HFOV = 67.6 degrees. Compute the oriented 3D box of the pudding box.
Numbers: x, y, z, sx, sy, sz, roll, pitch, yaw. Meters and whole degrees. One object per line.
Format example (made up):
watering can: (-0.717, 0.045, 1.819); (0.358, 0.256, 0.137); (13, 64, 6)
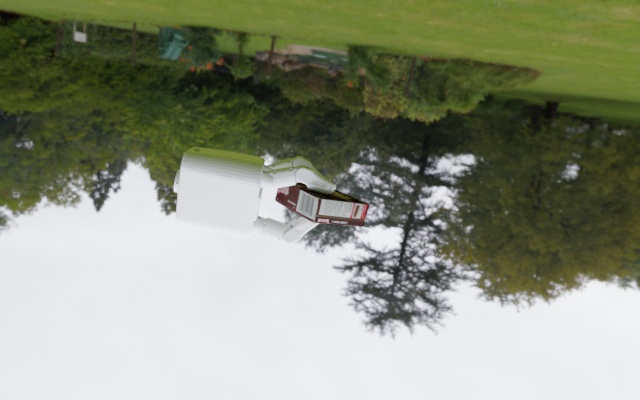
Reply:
pudding box: (0.000, 0.002, 0.686); (0.090, 0.039, 0.113); (6, 14, -35)
